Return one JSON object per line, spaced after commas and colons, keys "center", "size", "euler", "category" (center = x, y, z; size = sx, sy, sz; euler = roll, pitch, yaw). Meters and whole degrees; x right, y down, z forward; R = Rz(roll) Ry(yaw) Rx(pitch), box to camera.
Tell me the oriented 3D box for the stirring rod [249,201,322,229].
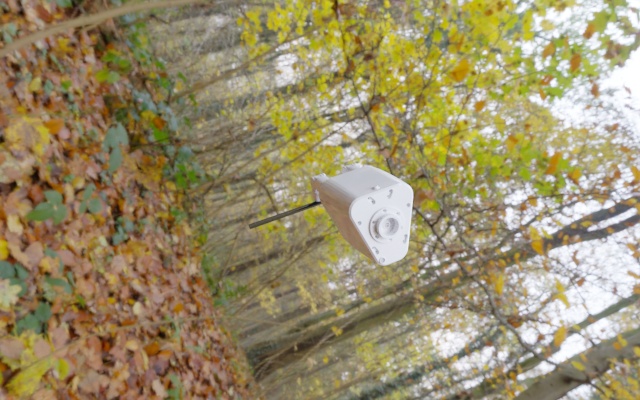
{"center": [0.000, 0.003, 0.768], "size": [0.239, 0.011, 0.011], "euler": [-19, 5, -15], "category": "stirring rod"}
